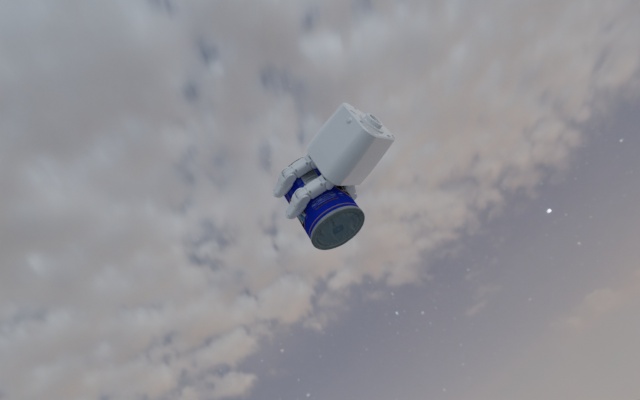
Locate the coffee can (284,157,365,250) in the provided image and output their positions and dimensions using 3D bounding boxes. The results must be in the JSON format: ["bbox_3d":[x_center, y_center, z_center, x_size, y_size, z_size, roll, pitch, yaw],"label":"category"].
[{"bbox_3d":[0.000,0.003,0.851,0.103,0.103,0.140,0,43,-38],"label":"coffee can"}]
